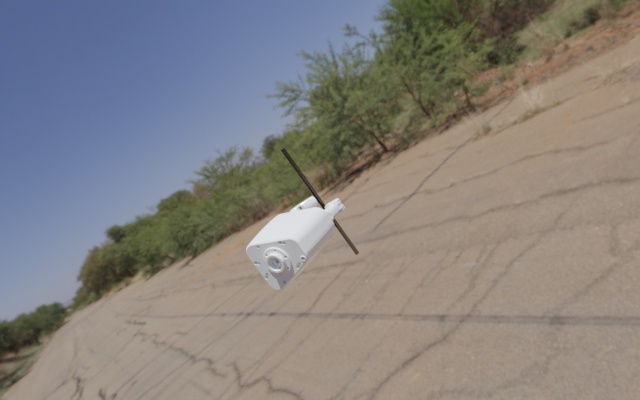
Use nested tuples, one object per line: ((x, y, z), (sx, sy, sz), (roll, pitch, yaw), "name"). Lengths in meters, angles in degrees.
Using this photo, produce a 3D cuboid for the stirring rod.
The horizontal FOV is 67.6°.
((0.000, 0.003, 0.885), (0.011, 0.239, 0.011), (-35, 7, 5), "stirring rod")
